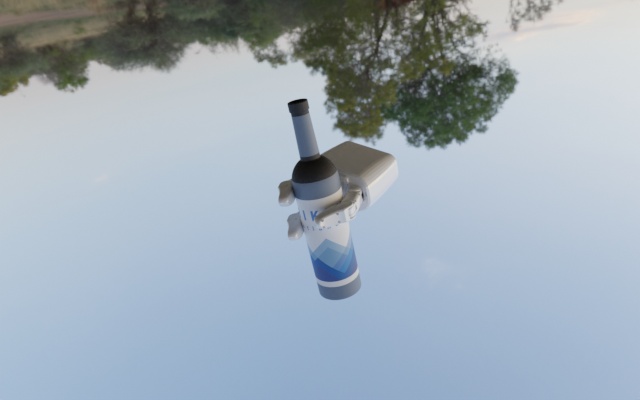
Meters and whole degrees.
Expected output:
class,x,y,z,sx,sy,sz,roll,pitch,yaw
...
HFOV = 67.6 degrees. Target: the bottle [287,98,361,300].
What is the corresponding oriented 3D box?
class,x,y,z,sx,sy,sz,roll,pitch,yaw
bottle,0.000,0.003,0.681,0.069,0.296,0.069,-11,23,5
